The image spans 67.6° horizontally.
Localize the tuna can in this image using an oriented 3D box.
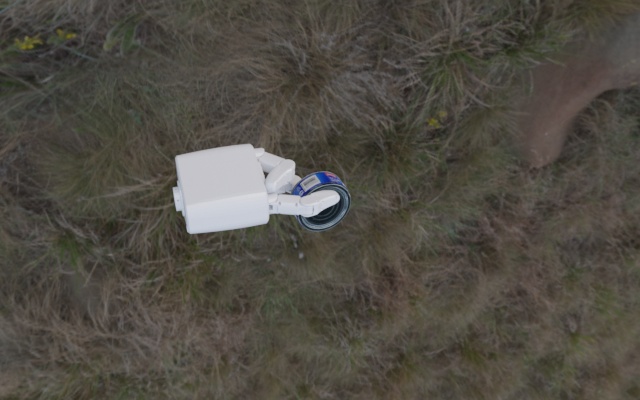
[{"bbox_3d":[0.000,0.003,0.691,0.086,0.086,0.033,0,34,-27],"label":"tuna can"}]
